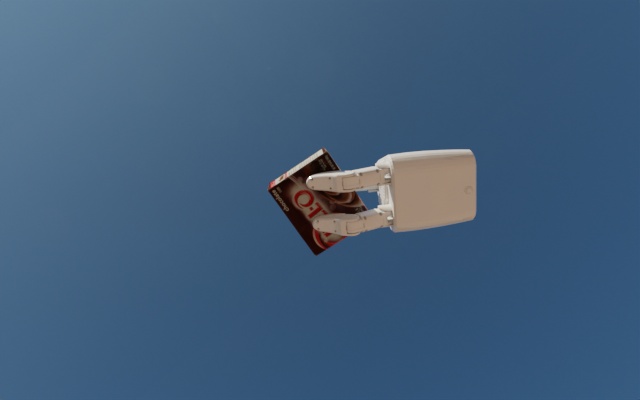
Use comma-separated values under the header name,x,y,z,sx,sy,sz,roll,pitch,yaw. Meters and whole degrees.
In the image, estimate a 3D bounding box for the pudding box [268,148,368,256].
name,x,y,z,sx,sy,sz,roll,pitch,yaw
pudding box,0.000,0.002,0.615,0.090,0.113,0.039,-33,15,6
